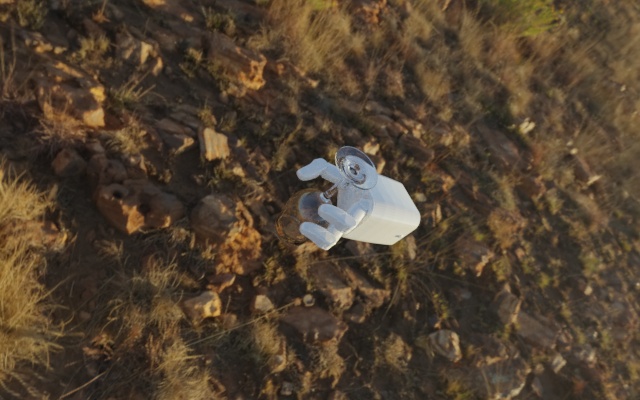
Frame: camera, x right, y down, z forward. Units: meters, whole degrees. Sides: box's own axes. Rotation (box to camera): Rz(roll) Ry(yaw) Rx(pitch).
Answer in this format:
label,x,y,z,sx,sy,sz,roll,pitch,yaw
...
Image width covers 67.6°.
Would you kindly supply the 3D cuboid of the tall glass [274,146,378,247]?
label,x,y,z,sx,sy,sz,roll,pitch,yaw
tall glass,0.000,0.002,0.752,0.079,0.079,0.201,0,-30,-38
